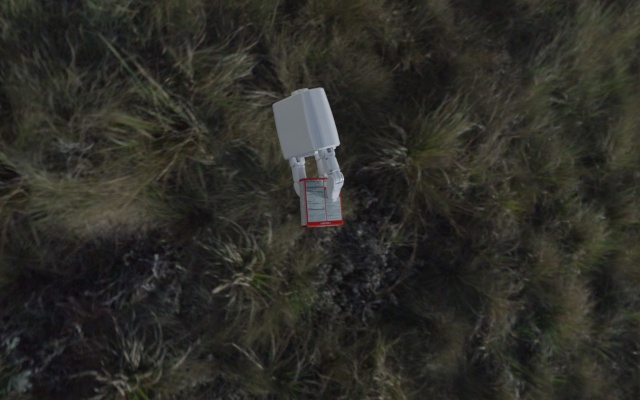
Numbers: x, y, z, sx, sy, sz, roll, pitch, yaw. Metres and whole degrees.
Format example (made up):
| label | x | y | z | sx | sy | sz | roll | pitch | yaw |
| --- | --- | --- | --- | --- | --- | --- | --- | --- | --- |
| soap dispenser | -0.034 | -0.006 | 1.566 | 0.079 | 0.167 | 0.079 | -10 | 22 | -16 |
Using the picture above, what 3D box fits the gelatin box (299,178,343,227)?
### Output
| label | x | y | z | sx | sy | sz | roll | pitch | yaw |
| --- | --- | --- | --- | --- | --- | --- | --- | --- | --- |
| gelatin box | 0.000 | 0.003 | 0.876 | 0.073 | 0.089 | 0.030 | -2 | -5 | -27 |
